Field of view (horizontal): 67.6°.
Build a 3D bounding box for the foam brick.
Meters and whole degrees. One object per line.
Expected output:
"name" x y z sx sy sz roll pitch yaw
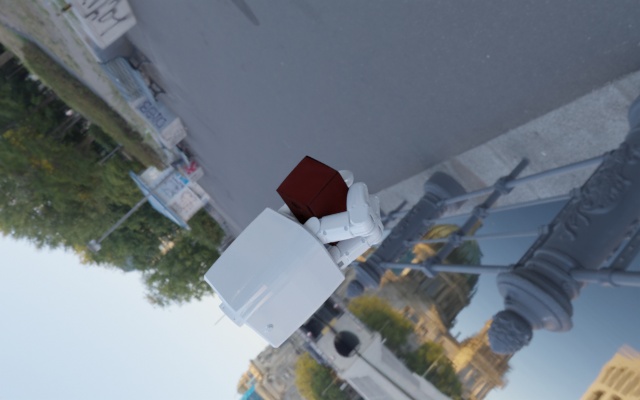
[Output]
"foam brick" 0.000 0.001 0.511 0.053 0.051 0.078 29 -20 42
